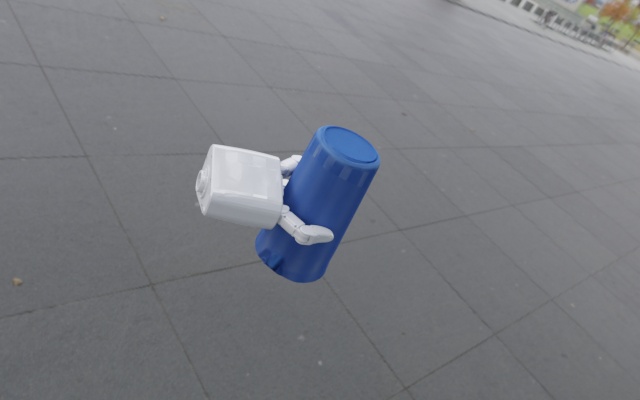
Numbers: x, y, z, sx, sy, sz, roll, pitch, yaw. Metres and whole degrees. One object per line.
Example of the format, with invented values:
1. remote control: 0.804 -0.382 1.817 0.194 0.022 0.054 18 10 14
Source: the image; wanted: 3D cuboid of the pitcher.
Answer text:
1. pitcher: 0.000 0.003 0.774 0.145 0.243 0.149 12 35 -25
